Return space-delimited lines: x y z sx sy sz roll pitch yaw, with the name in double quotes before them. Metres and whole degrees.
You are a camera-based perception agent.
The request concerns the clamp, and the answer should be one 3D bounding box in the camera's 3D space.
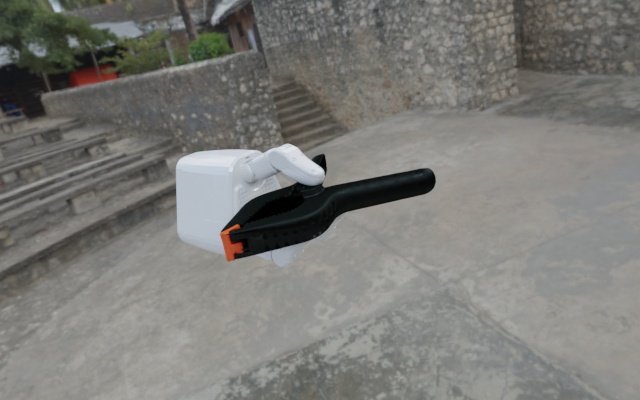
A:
"clamp" -0.001 0.001 0.460 0.164 0.036 0.210 8 28 39
